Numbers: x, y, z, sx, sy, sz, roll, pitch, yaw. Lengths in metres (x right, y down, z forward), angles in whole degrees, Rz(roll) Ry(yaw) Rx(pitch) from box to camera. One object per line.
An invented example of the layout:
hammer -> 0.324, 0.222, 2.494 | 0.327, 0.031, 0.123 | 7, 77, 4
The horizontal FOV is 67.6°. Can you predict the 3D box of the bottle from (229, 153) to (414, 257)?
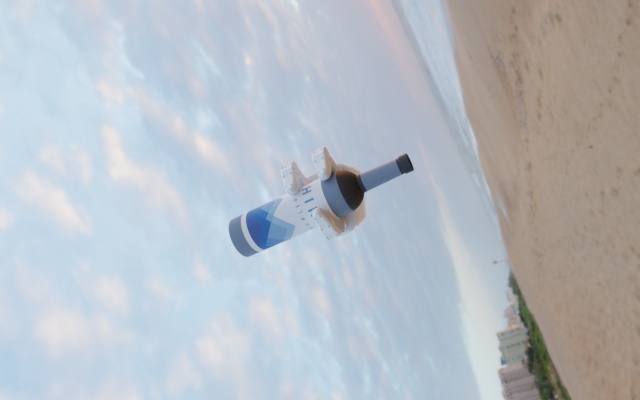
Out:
bottle -> 0.000, 0.002, 0.725 | 0.296, 0.069, 0.069 | -24, -8, 17
